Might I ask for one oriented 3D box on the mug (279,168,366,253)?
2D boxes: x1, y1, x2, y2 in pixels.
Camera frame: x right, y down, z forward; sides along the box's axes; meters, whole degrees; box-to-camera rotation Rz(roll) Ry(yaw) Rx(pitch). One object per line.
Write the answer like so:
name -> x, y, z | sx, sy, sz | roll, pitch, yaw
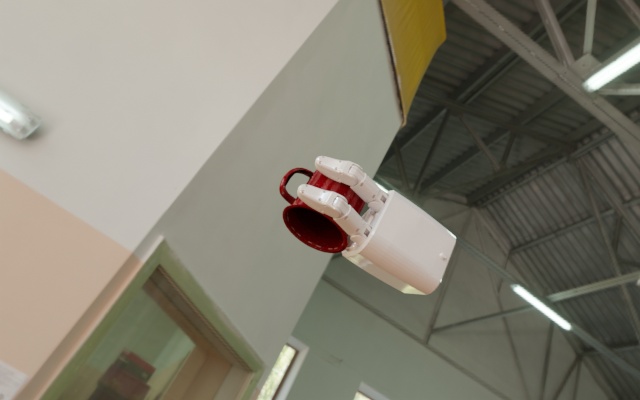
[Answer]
mug -> -0.001, 0.001, 0.625 | 0.117, 0.081, 0.093 | 36, -33, -6
